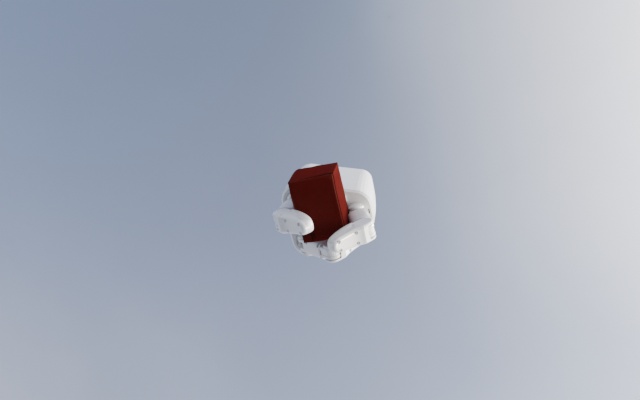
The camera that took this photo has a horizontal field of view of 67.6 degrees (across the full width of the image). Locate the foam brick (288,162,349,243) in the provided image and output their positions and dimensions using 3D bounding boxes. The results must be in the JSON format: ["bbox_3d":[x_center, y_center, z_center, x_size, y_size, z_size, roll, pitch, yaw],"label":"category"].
[{"bbox_3d":[0.000,0.002,0.549,0.053,0.078,0.051,-9,19,12],"label":"foam brick"}]
